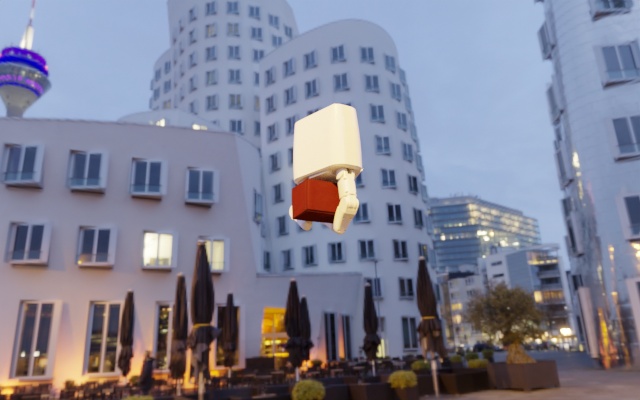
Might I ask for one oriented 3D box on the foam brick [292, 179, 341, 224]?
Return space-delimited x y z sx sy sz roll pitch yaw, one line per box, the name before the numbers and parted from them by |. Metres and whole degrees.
foam brick | 0.000 0.002 0.739 0.078 0.051 0.053 7 -19 -29
